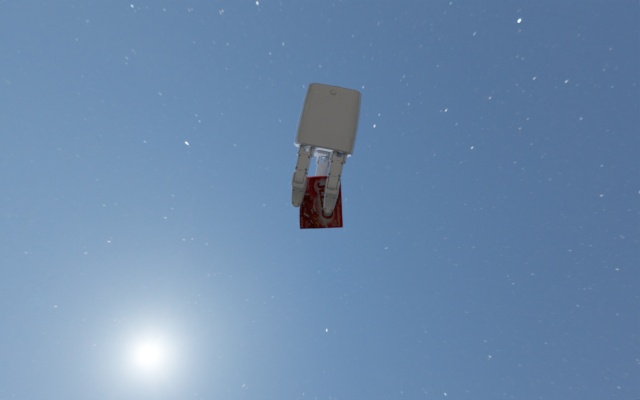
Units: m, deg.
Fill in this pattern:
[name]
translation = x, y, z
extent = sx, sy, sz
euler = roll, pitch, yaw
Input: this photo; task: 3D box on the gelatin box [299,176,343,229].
[gelatin box]
translation = 0.000, 0.003, 0.808
extent = 0.073, 0.089, 0.030
euler = -2, 1, 3
